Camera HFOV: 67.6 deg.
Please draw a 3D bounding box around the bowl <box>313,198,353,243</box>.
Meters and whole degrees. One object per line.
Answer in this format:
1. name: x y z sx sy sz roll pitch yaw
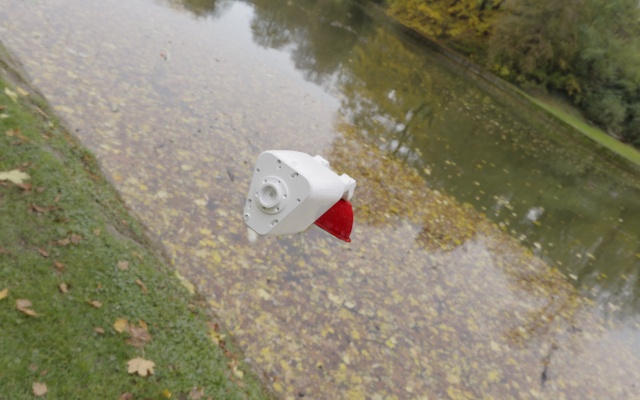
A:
1. bowl: 0.001 0.002 0.807 0.162 0.055 0.162 35 4 -3
